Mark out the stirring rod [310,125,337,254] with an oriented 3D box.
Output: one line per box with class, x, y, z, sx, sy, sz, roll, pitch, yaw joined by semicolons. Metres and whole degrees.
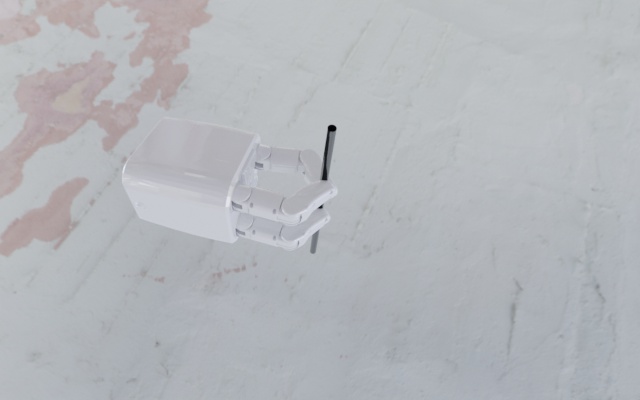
stirring rod;0.000;0.002;0.504;0.011;0.011;0.240;0;-31;-5
